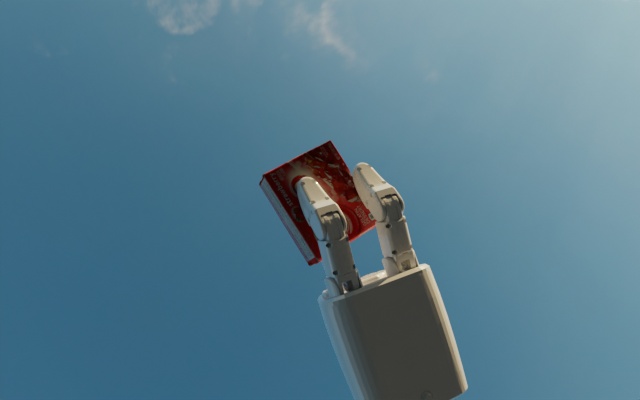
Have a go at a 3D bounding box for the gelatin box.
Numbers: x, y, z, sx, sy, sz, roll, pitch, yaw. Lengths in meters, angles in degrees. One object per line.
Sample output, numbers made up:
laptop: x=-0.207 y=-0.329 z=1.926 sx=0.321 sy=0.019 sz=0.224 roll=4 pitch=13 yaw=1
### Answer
gelatin box: x=0.000 y=0.001 z=0.424 sx=0.073 sy=0.089 sz=0.030 roll=-30 pitch=-7 yaw=-23
